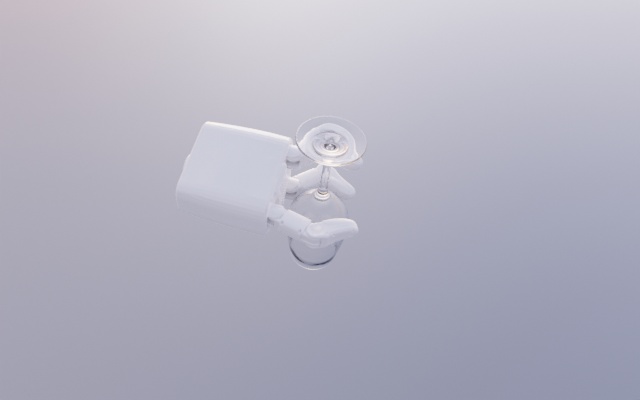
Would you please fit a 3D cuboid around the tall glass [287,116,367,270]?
[{"bbox_3d":[0.000,0.001,0.562,0.079,0.079,0.201,0,-40,-8],"label":"tall glass"}]
